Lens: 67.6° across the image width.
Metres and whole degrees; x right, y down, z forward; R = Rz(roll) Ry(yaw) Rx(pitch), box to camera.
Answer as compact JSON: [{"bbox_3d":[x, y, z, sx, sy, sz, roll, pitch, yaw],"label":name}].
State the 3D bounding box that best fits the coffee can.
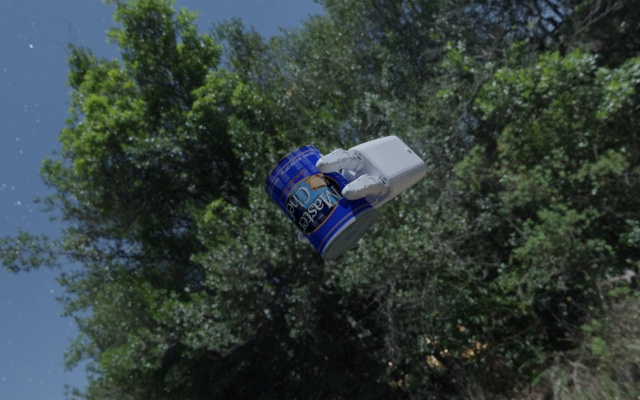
[{"bbox_3d":[0.000,0.002,0.698,0.140,0.103,0.103,47,19,19],"label":"coffee can"}]
